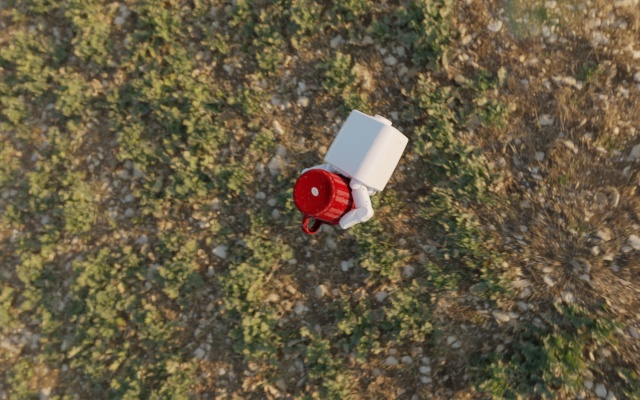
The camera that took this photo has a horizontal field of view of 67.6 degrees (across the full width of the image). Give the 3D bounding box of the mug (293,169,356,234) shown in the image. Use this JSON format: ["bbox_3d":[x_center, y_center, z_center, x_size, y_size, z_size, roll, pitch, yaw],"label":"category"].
[{"bbox_3d":[-0.001,0.004,0.810,0.093,0.117,0.081,30,6,27],"label":"mug"}]
